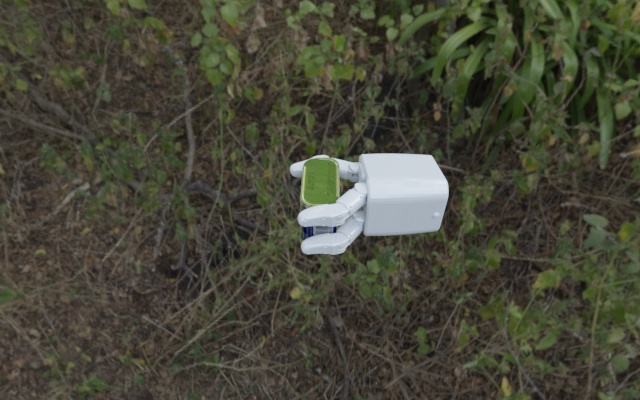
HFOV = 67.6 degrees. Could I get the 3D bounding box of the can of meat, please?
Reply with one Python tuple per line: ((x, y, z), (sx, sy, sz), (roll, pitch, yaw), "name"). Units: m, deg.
((0.000, 0.002, 0.664), (0.057, 0.102, 0.084), (1, -44, 0), "can of meat")
